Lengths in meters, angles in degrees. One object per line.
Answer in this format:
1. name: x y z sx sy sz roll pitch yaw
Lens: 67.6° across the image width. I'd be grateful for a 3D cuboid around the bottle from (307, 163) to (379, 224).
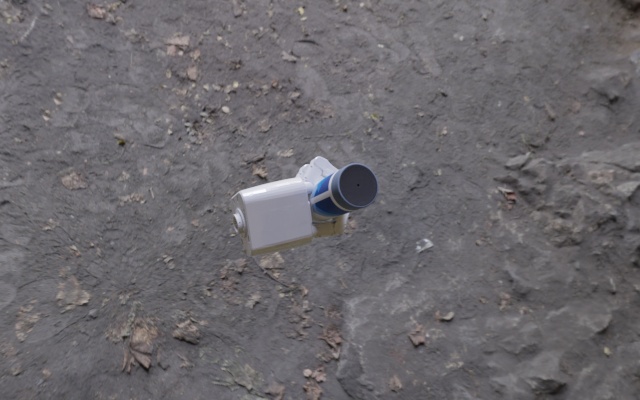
1. bottle: 0.000 0.003 0.825 0.069 0.069 0.296 0 -10 -22
